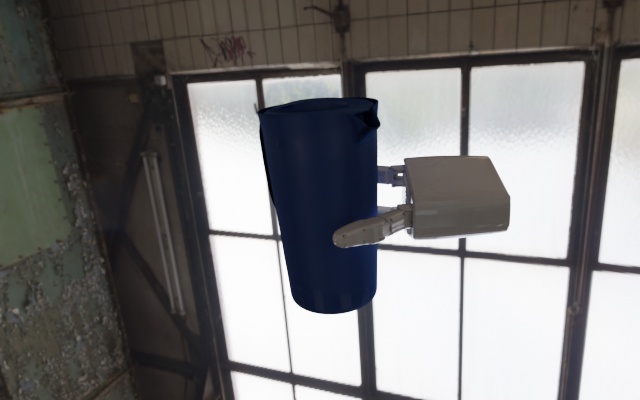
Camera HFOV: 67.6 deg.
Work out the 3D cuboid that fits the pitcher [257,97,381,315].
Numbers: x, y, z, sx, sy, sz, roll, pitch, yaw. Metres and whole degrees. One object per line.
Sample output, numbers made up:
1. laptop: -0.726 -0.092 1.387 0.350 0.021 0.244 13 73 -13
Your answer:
1. pitcher: 0.000 0.002 0.566 0.145 0.243 0.149 -4 18 2
